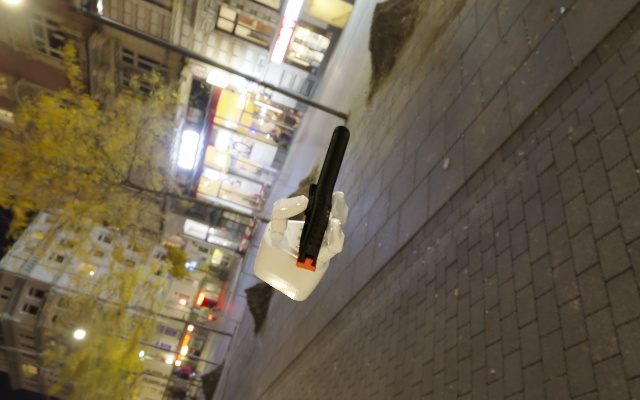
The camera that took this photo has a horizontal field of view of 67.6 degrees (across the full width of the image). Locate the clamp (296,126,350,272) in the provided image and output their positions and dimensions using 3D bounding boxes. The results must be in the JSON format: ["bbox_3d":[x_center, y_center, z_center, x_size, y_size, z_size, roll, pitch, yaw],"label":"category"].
[{"bbox_3d":[-0.001,0.003,0.697,0.036,0.209,0.165,16,-43,-6],"label":"clamp"}]
